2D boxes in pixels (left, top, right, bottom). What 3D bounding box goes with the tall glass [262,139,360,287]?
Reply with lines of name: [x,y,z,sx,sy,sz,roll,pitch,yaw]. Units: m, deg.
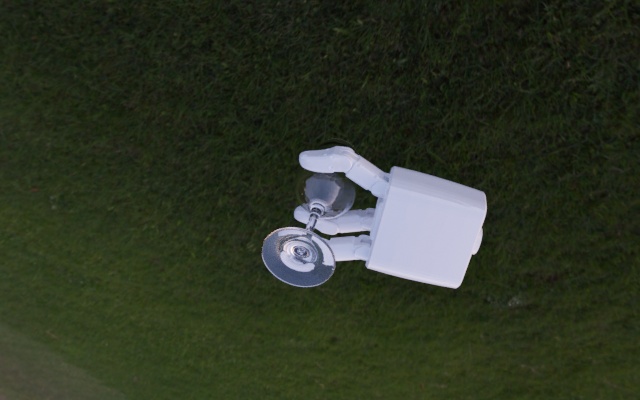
tall glass: [0.000,0.002,0.541,0.079,0.079,0.201,0,34,15]
